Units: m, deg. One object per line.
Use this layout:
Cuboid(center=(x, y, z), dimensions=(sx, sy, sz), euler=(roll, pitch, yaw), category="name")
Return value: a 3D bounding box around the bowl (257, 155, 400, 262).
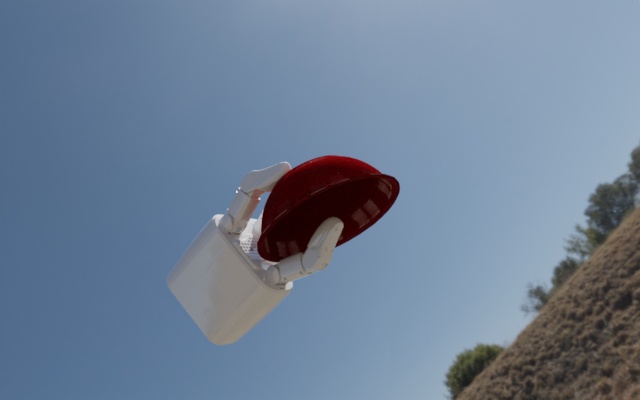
Cuboid(center=(0.001, 0.001, 0.504), dimensions=(0.162, 0.055, 0.162), euler=(-22, -24, -10), category="bowl")
